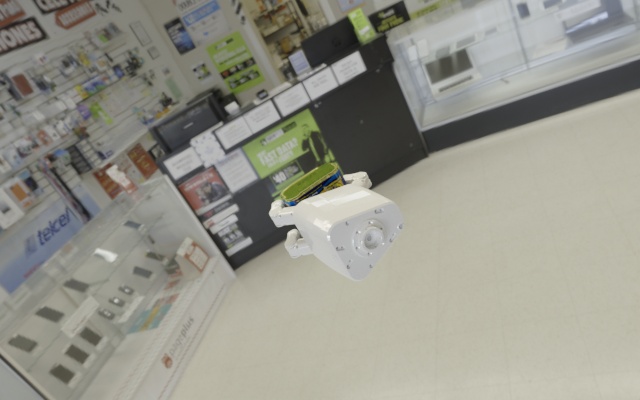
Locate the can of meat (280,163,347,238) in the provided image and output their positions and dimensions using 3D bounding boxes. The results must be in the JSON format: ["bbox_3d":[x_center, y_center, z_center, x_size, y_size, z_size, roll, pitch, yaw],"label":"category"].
[{"bbox_3d":[0.000,0.002,0.730,0.102,0.084,0.057,-35,25,-13],"label":"can of meat"}]
